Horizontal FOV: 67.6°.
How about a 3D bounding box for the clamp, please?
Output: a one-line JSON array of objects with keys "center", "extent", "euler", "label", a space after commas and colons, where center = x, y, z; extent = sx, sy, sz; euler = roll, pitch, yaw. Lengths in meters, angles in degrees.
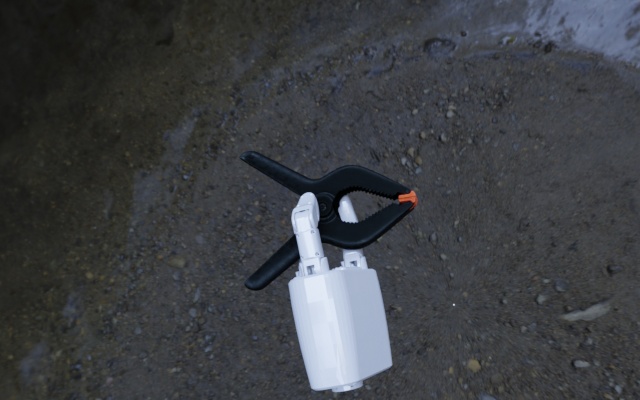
[{"center": [0.000, 0.002, 0.540], "extent": [0.210, 0.164, 0.036], "euler": [-14, -13, 12], "label": "clamp"}]
